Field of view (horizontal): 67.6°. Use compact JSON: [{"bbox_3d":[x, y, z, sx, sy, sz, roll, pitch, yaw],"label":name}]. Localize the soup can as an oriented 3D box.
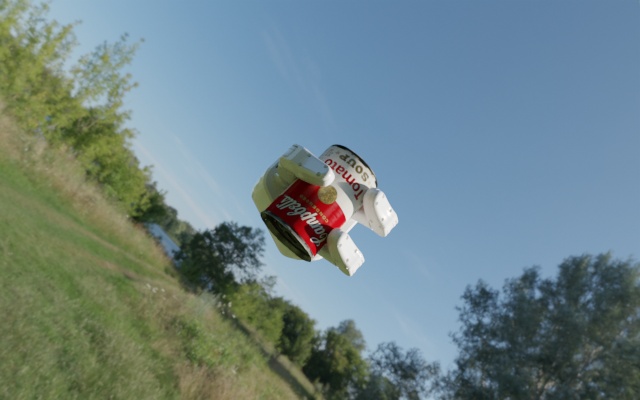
[{"bbox_3d":[0.000,0.001,0.474,0.102,0.068,0.068,-46,17,-17],"label":"soup can"}]
